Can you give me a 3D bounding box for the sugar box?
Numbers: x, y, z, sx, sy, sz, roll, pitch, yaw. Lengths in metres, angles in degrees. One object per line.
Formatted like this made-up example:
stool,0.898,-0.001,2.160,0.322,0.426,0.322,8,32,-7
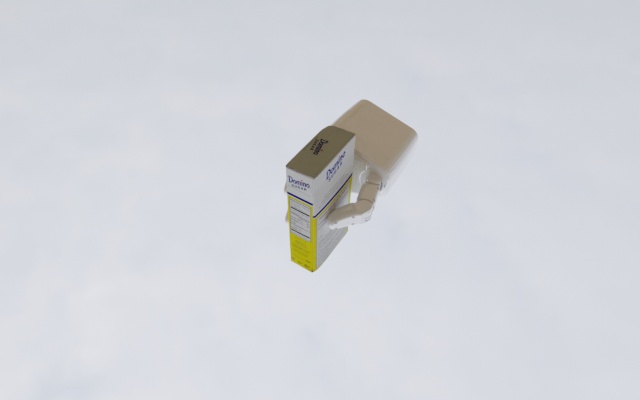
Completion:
sugar box,0.000,0.002,0.598,0.048,0.176,0.093,23,50,23
